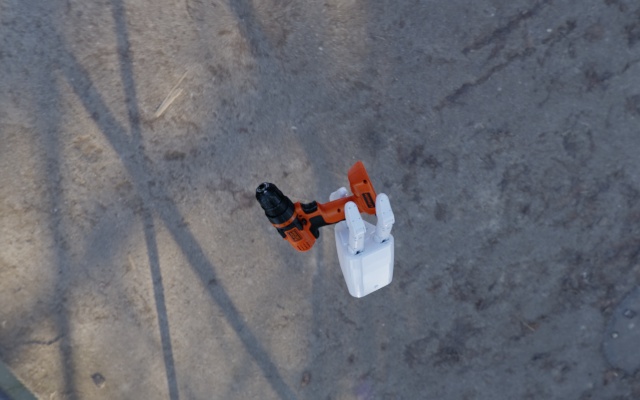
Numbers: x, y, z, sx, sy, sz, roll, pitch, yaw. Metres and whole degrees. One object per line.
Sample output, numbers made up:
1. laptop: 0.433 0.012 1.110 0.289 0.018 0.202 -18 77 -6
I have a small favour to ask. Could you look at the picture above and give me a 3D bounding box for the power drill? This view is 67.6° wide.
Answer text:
1. power drill: 0.001 0.003 0.827 0.187 0.057 0.184 -23 -40 9
